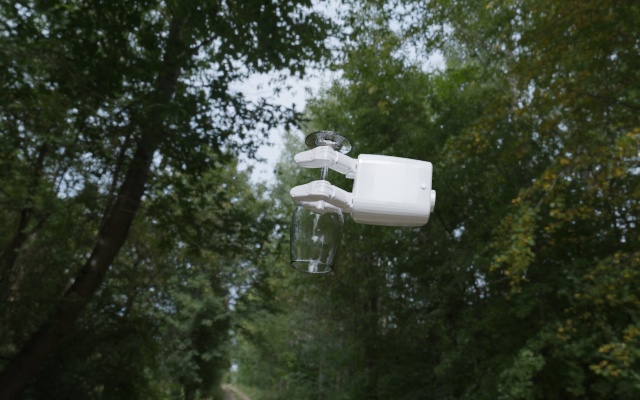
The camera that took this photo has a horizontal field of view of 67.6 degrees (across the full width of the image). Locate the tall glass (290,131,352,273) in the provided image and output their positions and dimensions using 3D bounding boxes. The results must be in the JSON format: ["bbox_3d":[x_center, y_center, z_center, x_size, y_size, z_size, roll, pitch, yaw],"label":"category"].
[{"bbox_3d":[0.000,0.002,0.705,0.079,0.201,0.079,7,-22,3],"label":"tall glass"}]
